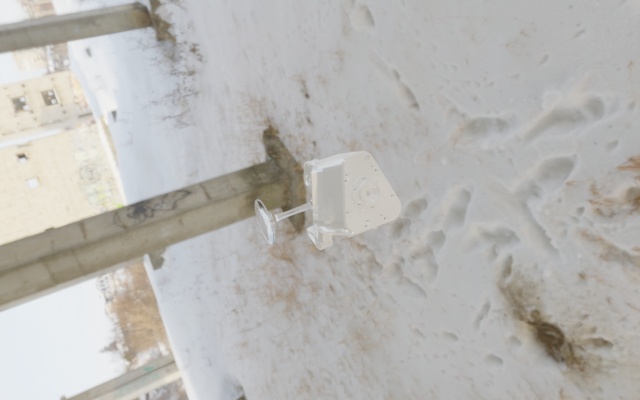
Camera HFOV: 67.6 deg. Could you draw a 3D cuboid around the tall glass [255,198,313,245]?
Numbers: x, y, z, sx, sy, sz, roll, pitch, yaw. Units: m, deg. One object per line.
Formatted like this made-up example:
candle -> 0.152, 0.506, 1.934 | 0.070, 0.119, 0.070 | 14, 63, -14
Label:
tall glass -> -0.001, 0.003, 0.777 | 0.201, 0.079, 0.079 | -20, 7, -21
